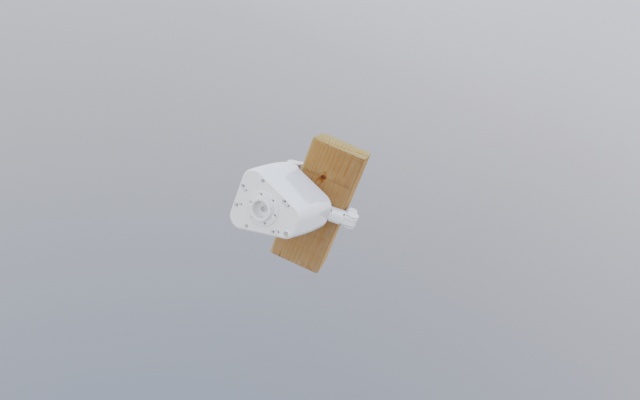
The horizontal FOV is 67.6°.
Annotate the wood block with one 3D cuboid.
[{"bbox_3d":[0.000,0.003,0.803,0.091,0.206,0.090,24,17,6],"label":"wood block"}]
